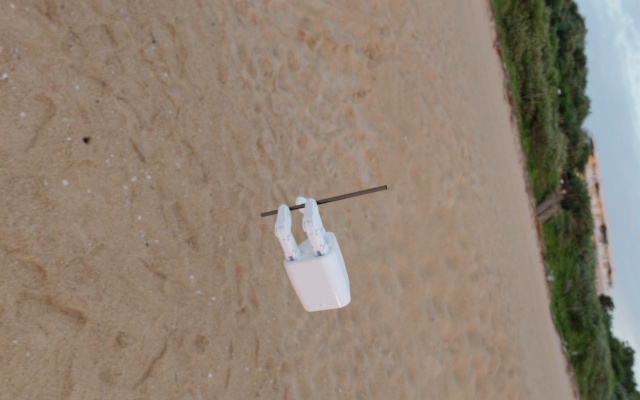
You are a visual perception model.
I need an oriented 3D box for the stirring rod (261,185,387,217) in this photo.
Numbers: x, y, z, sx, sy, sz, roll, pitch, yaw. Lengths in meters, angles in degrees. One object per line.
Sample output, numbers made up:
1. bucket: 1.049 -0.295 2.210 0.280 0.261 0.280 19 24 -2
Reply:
1. stirring rod: 0.000 0.003 0.830 0.239 0.011 0.011 -13 -5 23
